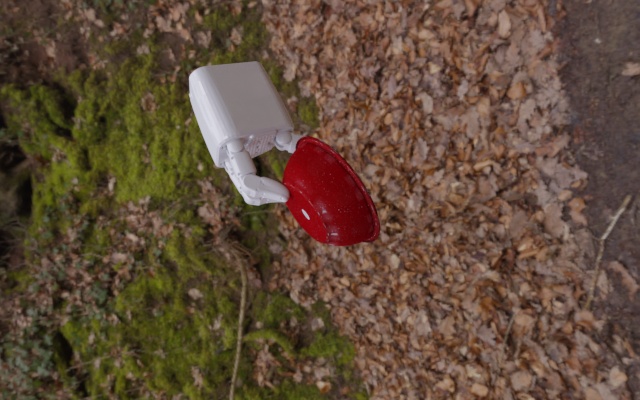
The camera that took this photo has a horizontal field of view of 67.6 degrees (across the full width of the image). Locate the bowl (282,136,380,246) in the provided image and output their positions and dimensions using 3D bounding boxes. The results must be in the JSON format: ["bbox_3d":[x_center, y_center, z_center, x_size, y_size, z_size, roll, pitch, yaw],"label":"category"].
[{"bbox_3d":[0.001,0.003,0.600,0.055,0.162,0.162,-37,14,-20],"label":"bowl"}]
